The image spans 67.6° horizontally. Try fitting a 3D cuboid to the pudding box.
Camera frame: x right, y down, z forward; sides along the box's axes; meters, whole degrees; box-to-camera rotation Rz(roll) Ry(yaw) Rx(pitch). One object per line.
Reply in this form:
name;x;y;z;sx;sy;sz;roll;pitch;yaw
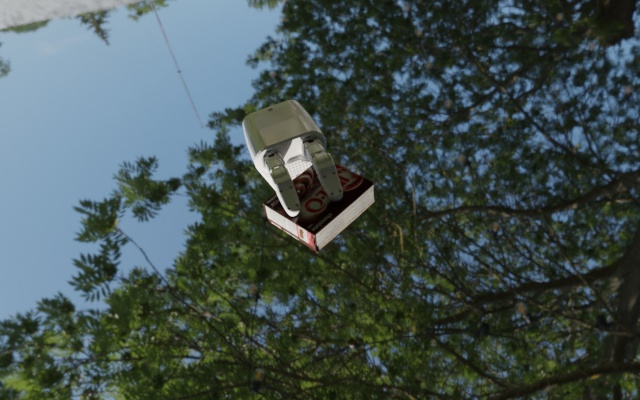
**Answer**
pudding box;0.000;0.002;0.599;0.090;0.039;0.113;28;57;35
